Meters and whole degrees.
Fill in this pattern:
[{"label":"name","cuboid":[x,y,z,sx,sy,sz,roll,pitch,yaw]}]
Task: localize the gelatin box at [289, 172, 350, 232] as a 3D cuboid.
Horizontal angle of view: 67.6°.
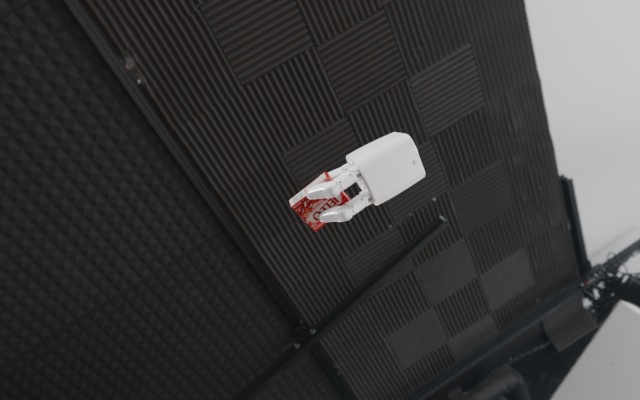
[{"label":"gelatin box","cuboid":[0.000,0.003,0.870,0.089,0.073,0.030,-38,29,9]}]
